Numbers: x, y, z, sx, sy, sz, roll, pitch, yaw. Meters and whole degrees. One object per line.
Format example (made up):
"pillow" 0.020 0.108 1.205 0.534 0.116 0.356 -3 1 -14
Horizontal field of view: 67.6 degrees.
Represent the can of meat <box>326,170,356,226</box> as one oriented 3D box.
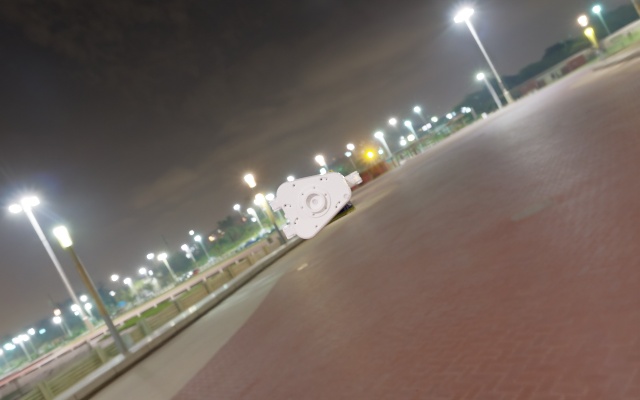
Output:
"can of meat" 0.000 0.002 0.866 0.102 0.084 0.057 -29 1 5
